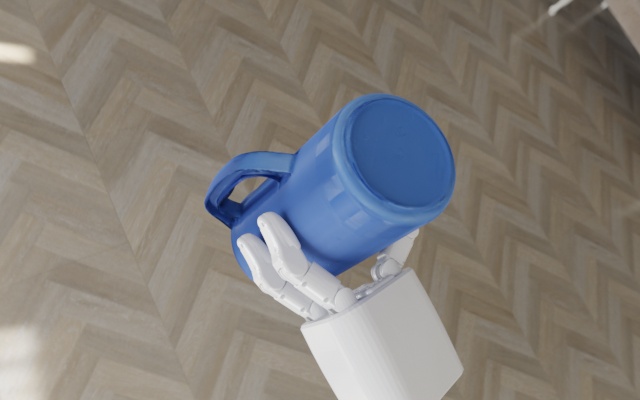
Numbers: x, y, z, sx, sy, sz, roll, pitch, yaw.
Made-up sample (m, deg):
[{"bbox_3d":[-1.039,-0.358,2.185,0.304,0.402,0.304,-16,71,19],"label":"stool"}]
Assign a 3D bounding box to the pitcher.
[{"bbox_3d":[0.000,0.002,0.445,0.149,0.145,0.243,-24,-8,-31],"label":"pitcher"}]
